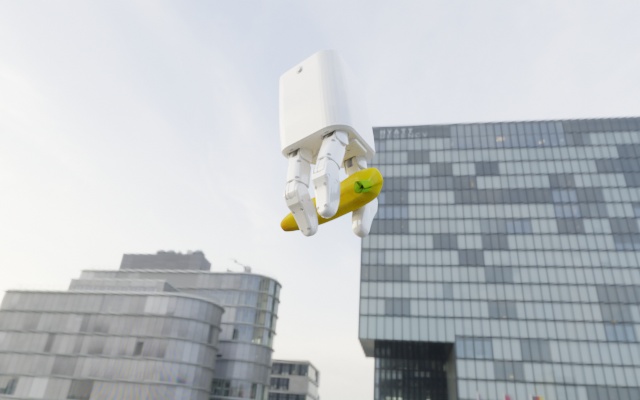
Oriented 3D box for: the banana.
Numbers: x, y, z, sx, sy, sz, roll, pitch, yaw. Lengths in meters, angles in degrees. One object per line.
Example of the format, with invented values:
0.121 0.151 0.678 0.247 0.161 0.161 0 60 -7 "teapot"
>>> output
0.018 -0.001 0.562 0.069 0.037 0.198 -8 -13 -30 "banana"
